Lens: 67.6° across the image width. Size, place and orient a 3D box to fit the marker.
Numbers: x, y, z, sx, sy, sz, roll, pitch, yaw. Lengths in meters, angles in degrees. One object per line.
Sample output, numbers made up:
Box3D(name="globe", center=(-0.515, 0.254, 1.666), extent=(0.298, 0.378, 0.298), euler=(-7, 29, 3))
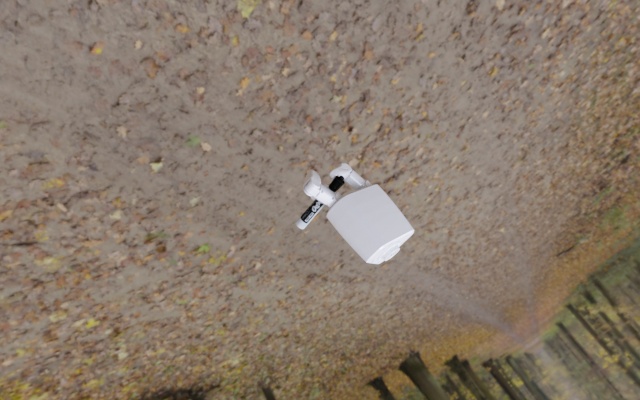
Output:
Box3D(name="marker", center=(0.000, 0.003, 0.806), extent=(0.121, 0.020, 0.020), euler=(-48, -26, 25))
